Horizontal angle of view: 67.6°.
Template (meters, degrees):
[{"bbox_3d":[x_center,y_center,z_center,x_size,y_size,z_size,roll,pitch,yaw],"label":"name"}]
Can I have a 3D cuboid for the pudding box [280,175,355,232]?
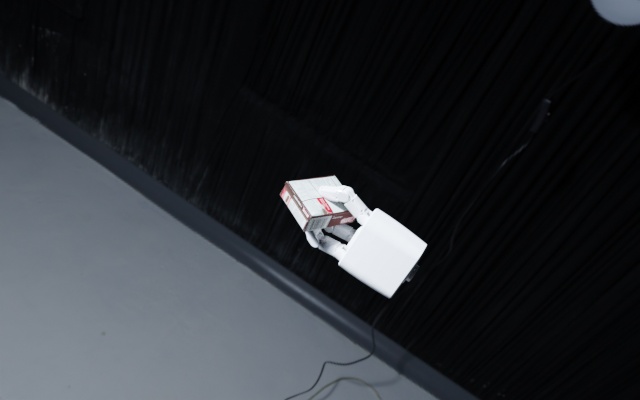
[{"bbox_3d":[0.000,0.003,0.833,0.113,0.039,0.090,-7,49,-38],"label":"pudding box"}]
